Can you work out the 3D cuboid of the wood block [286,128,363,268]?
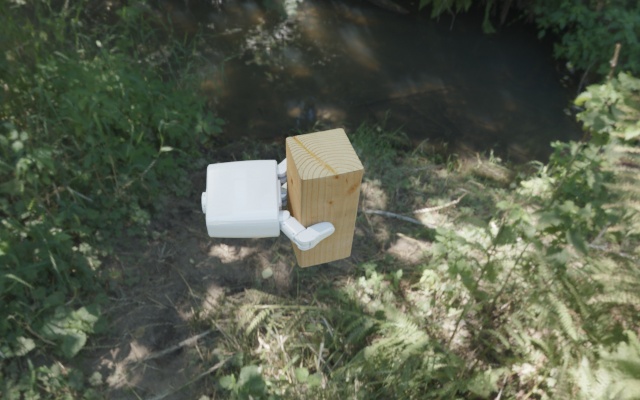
[{"bbox_3d":[0.000,0.003,0.740,0.090,0.090,0.206,-11,-40,-13],"label":"wood block"}]
